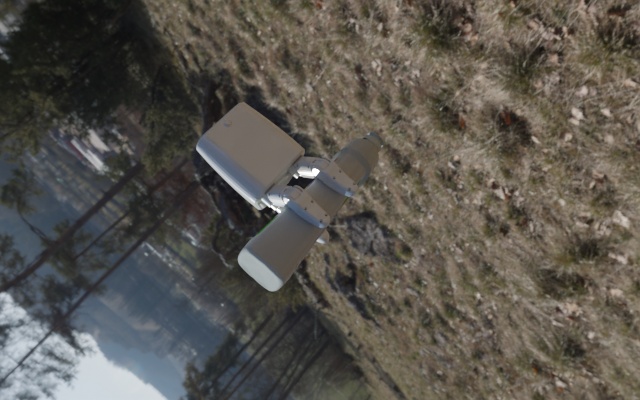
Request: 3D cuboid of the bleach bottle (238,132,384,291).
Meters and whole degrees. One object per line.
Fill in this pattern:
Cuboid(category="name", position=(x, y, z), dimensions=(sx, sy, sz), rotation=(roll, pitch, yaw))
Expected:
Cuboid(category="bleach bottle", position=(0.000, 0.002, 0.634), dimensions=(0.068, 0.250, 0.102), rotation=(41, -24, 0))
